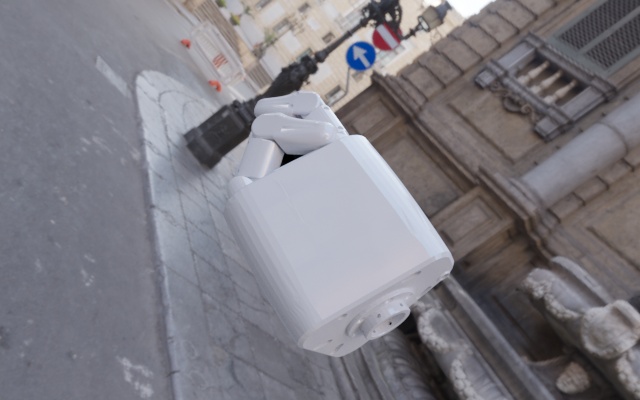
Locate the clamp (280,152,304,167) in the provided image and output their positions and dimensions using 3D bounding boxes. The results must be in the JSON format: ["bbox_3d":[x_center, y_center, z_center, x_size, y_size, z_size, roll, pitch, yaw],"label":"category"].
[{"bbox_3d":[0.000,0.001,0.424,0.039,0.120,0.171,-36,-30,4],"label":"clamp"}]
